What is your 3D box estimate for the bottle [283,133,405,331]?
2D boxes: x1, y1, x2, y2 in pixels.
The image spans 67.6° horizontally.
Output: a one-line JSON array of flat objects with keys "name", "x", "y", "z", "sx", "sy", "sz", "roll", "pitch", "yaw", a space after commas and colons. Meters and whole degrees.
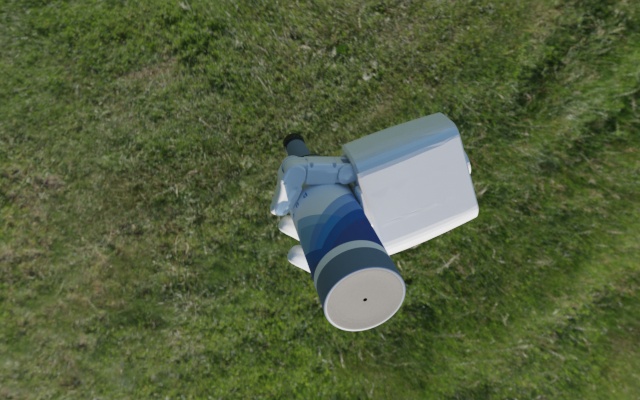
[{"name": "bottle", "x": 0.000, "y": 0.002, "z": 0.489, "sx": 0.069, "sy": 0.069, "sz": 0.295, "roll": 0, "pitch": 31, "yaw": -16}]
